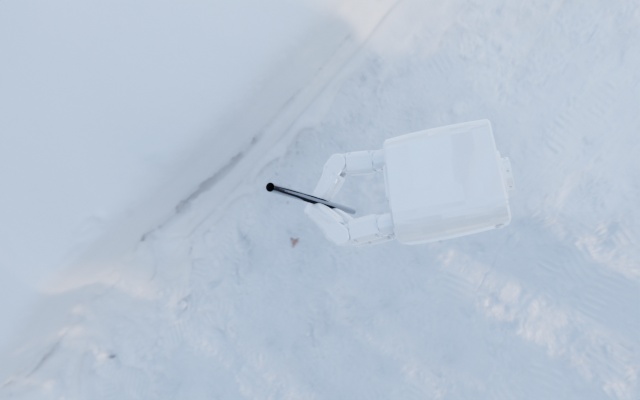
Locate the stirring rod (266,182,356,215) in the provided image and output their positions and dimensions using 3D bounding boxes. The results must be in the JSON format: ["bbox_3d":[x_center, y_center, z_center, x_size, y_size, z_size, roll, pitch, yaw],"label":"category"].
[{"bbox_3d":[0.000,0.002,0.509,0.011,0.011,0.239,0,-6,21],"label":"stirring rod"}]
